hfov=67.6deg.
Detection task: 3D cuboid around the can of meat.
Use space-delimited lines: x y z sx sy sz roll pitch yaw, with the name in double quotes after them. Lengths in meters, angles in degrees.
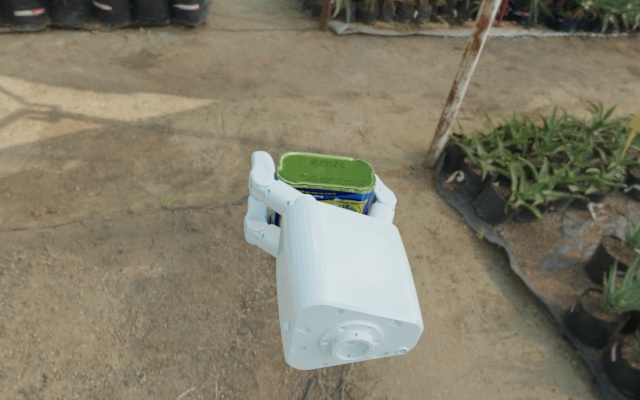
0.000 0.001 0.482 0.102 0.084 0.057 5 41 -8 "can of meat"
